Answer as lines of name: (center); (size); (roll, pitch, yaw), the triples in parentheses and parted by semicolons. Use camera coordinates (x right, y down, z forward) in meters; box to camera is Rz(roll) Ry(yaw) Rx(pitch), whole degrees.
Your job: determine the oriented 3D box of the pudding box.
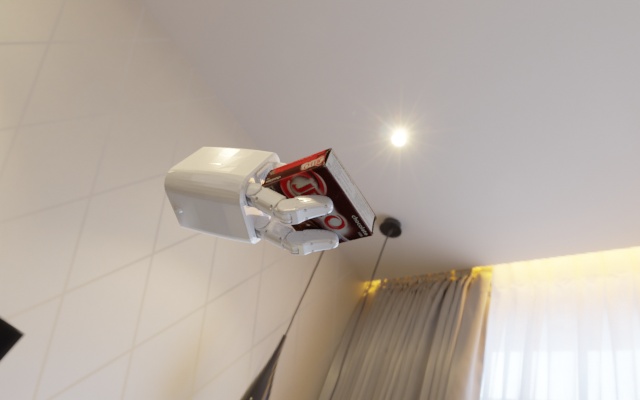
pudding box: (0.000, 0.002, 0.558); (0.090, 0.113, 0.039); (-17, 36, 33)
